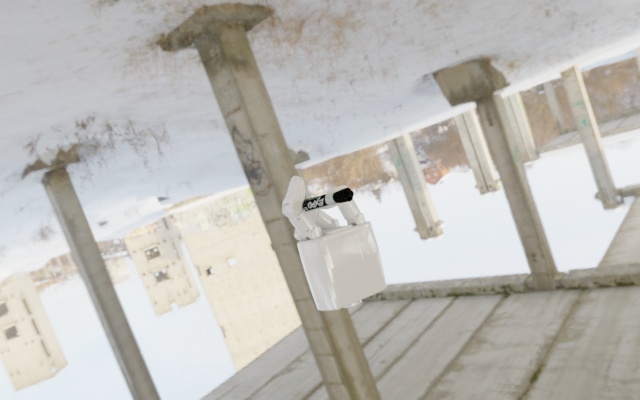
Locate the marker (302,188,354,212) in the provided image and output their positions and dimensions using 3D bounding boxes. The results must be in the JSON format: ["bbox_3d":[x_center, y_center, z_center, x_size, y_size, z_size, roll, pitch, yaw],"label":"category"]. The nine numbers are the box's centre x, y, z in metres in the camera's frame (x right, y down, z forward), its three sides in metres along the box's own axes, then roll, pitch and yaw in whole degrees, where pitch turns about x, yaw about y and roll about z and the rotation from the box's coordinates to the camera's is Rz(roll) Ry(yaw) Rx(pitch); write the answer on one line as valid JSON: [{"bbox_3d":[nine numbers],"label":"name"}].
[{"bbox_3d":[0.000,0.002,0.660,0.020,0.020,0.121,0,-11,-43],"label":"marker"}]
